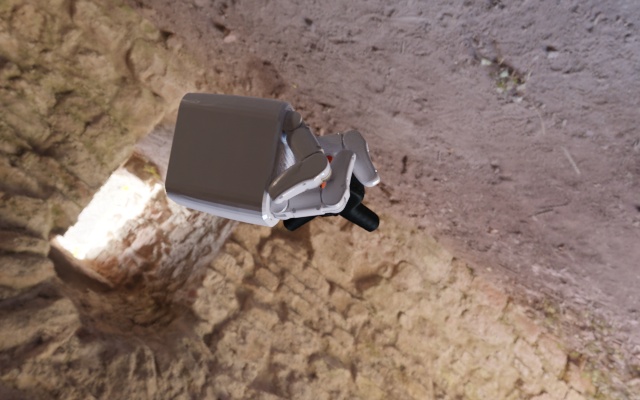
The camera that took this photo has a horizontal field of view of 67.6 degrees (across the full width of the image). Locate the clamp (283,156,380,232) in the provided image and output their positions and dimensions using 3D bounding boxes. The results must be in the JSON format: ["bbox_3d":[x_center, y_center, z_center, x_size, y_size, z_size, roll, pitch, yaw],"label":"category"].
[{"bbox_3d":[0.000,0.002,0.542,0.120,0.039,0.171,-9,-26,9],"label":"clamp"}]
